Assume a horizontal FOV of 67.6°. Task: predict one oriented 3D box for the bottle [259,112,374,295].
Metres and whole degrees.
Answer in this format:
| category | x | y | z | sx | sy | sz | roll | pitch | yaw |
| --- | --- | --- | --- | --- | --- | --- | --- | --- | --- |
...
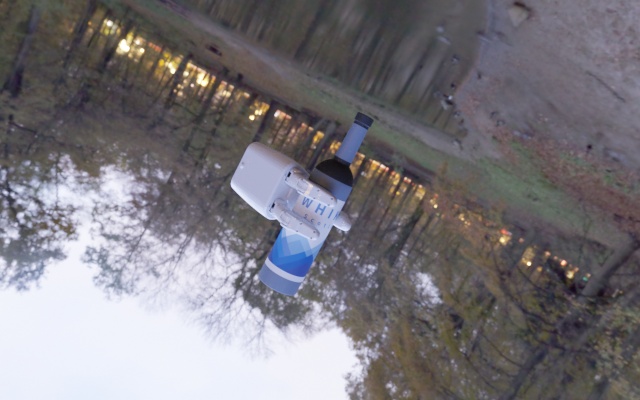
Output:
| category | x | y | z | sx | sy | sz | roll | pitch | yaw |
| --- | --- | --- | --- | --- | --- | --- | --- | --- | --- |
| bottle | 0.000 | 0.003 | 0.734 | 0.069 | 0.296 | 0.069 | 27 | 7 | -4 |
